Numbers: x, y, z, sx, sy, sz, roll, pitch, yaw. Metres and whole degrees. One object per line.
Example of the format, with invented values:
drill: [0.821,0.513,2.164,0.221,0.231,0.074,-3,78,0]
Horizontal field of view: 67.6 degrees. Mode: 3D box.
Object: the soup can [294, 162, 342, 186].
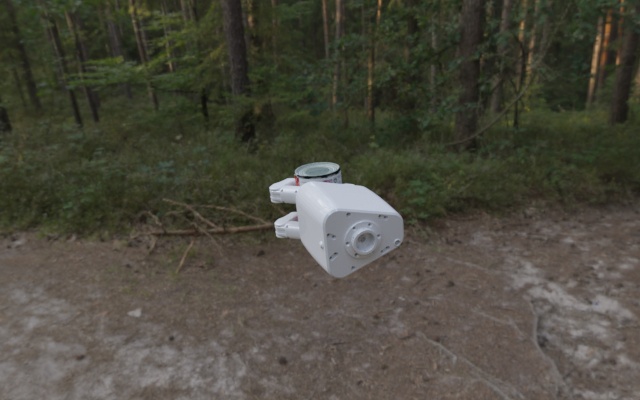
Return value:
soup can: [0.000,0.002,0.697,0.068,0.102,0.068,-5,21,2]
